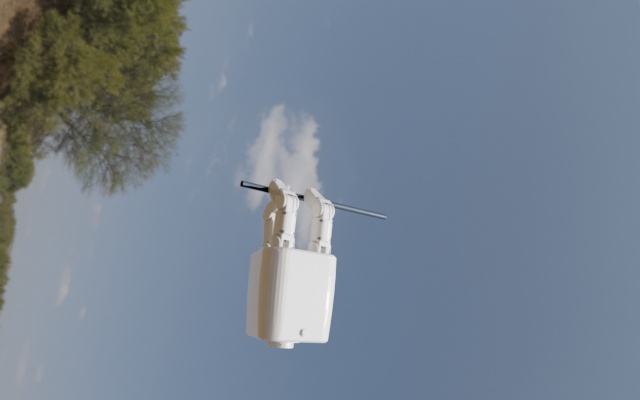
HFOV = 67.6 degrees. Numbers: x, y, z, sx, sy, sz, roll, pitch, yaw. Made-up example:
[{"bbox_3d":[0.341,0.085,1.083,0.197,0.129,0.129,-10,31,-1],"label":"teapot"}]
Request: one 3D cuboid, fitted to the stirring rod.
[{"bbox_3d":[0.000,0.002,0.656,0.239,0.011,0.011,13,-8,-34],"label":"stirring rod"}]
